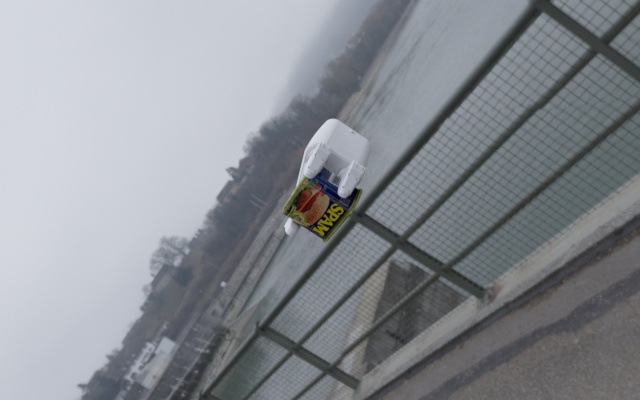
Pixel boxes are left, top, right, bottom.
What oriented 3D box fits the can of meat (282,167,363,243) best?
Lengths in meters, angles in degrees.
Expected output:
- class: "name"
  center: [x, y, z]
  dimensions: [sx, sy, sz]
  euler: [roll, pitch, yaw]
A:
- class: "can of meat"
  center: [0.000, 0.002, 0.714]
  dimensions: [0.084, 0.102, 0.057]
  euler: [33, 40, -5]
